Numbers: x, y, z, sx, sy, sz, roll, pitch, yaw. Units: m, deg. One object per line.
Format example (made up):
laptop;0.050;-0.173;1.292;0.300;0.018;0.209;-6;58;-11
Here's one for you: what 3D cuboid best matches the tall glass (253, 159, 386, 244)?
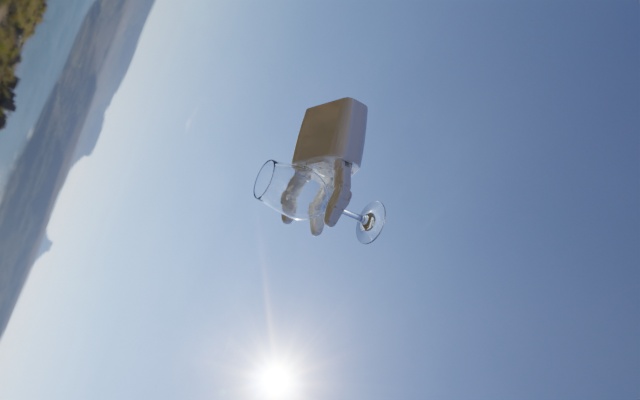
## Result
tall glass;0.001;0.003;0.732;0.201;0.079;0.079;22;-10;-27
